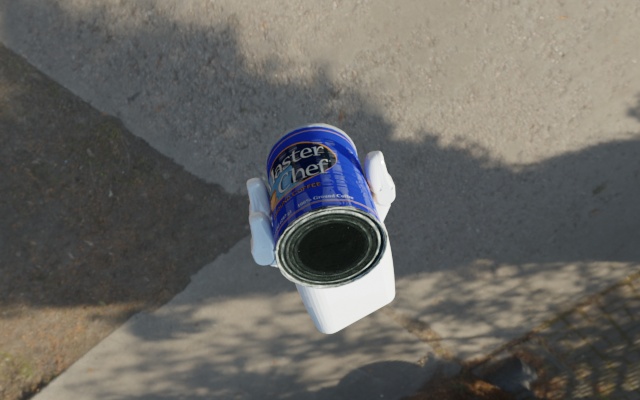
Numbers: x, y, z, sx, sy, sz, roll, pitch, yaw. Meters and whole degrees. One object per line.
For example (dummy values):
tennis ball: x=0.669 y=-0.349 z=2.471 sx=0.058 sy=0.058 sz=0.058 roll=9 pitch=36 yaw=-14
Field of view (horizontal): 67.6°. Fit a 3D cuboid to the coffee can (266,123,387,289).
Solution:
coffee can: x=0.000 y=0.001 z=0.479 sx=0.103 sy=0.103 sz=0.140 roll=0 pitch=39 yaw=-11
